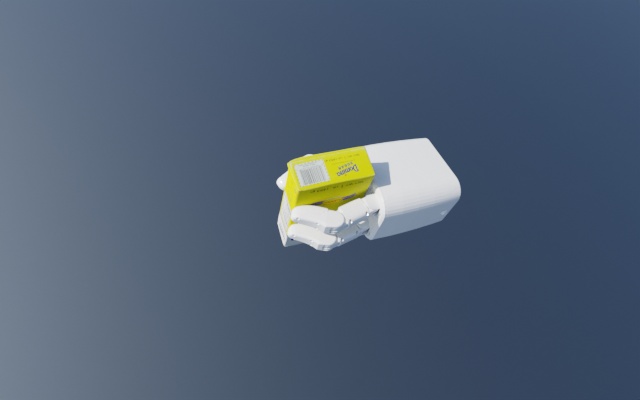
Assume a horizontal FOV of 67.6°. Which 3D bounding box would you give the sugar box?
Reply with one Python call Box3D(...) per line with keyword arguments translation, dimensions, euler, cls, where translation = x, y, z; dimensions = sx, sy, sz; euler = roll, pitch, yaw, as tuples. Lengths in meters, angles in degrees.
Box3D(translation=(0.000, 0.002, 0.600), dimensions=(0.093, 0.048, 0.176), euler=(-12, -25, -14), cls="sugar box")
